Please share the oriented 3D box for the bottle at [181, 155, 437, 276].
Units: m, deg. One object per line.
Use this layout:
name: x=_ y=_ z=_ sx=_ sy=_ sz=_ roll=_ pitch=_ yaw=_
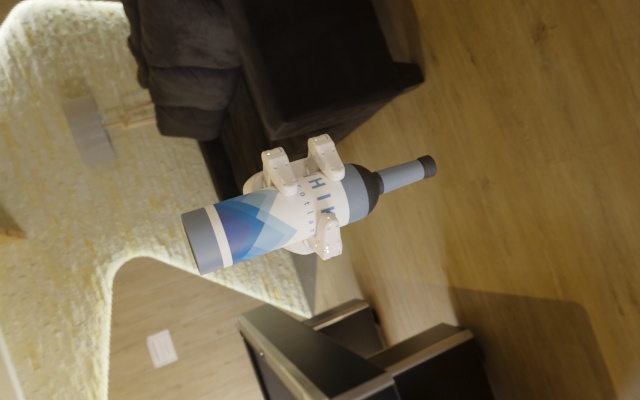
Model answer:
bottle: x=0.000 y=0.002 z=0.533 sx=0.295 sy=0.069 sz=0.069 roll=-18 pitch=6 yaw=-18
